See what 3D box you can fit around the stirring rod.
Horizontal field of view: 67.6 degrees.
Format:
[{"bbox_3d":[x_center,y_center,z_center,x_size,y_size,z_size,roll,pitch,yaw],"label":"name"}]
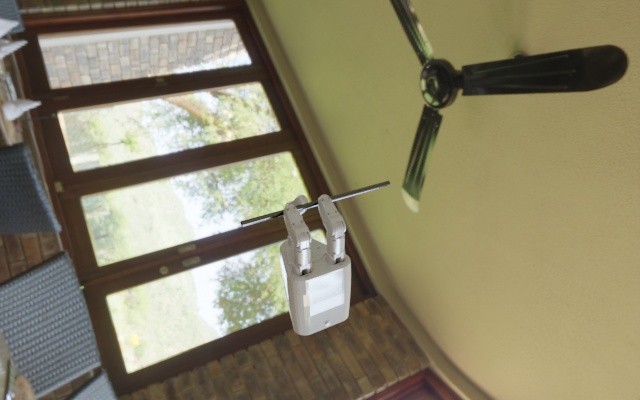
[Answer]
[{"bbox_3d":[0.000,0.002,0.686,0.239,0.011,0.011,-15,7,-25],"label":"stirring rod"}]
